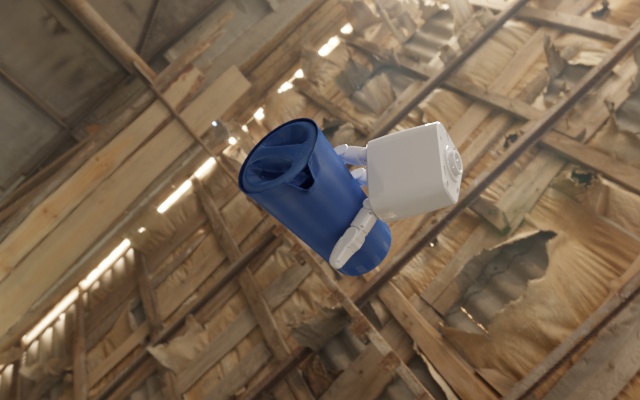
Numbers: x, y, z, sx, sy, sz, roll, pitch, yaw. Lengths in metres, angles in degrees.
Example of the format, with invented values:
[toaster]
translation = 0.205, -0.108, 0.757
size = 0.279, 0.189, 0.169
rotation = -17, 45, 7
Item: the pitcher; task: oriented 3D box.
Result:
[pitcher]
translation = 0.000, 0.002, 0.708
size = 0.145, 0.149, 0.243
rotation = -16, -46, 31
